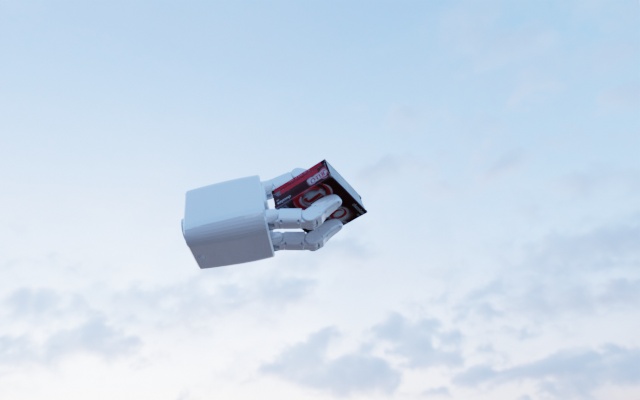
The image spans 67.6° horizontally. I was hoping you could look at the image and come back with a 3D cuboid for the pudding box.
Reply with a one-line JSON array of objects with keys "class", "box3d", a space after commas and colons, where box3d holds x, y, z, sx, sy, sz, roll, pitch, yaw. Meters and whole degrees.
[{"class": "pudding box", "box3d": [0.000, 0.002, 0.665, 0.090, 0.039, 0.113, -30, -37, 17]}]
